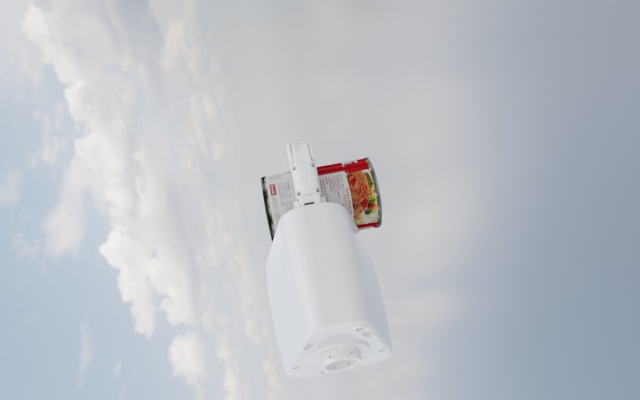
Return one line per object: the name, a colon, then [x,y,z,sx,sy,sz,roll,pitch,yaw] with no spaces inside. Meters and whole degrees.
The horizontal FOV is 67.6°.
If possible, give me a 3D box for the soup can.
soup can: [0.000,0.001,0.450,0.102,0.068,0.068,-10,1,-4]
